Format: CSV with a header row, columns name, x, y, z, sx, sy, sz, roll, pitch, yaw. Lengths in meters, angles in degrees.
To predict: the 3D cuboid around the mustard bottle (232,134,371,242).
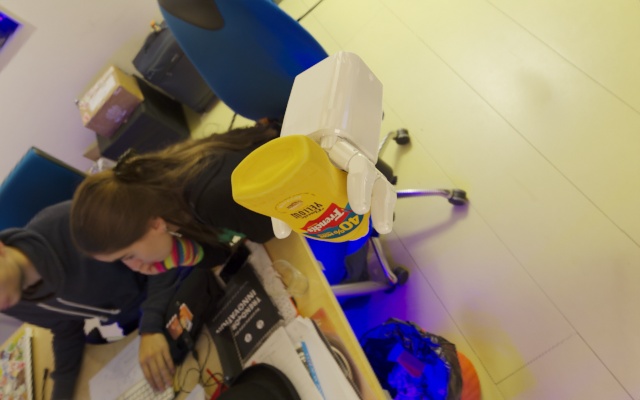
name,x,y,z,sx,sy,sz,roll,pitch,yaw
mustard bottle,0.000,0.002,0.521,0.096,0.058,0.192,-27,-34,23
